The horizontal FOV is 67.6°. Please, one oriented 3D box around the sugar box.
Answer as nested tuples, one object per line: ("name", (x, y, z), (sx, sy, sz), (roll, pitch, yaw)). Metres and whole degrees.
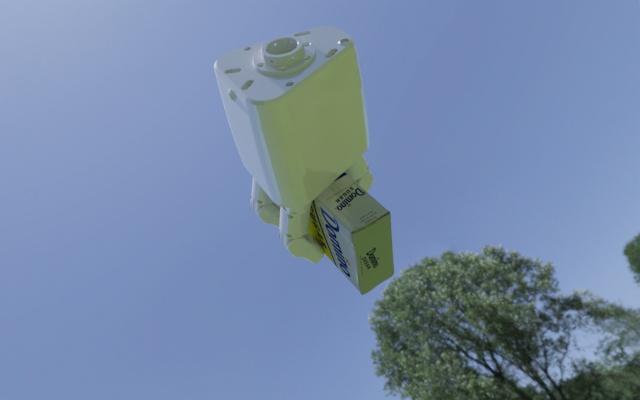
("sugar box", (0.000, 0.002, 0.469), (0.048, 0.093, 0.176), (-29, 48, -15))
